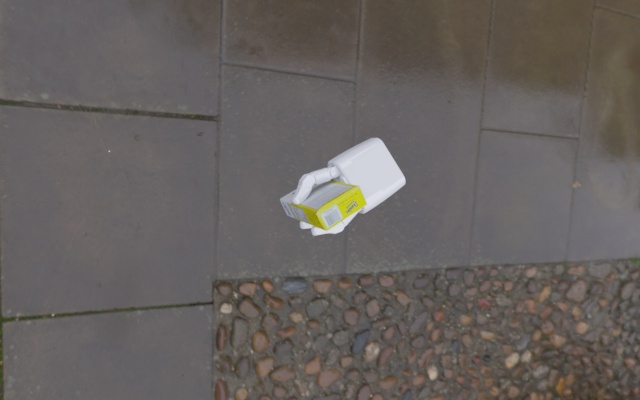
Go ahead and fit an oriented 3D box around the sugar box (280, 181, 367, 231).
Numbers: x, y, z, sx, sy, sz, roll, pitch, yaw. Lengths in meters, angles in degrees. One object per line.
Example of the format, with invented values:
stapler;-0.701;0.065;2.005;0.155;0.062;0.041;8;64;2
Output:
sugar box;0.001;0.003;0.885;0.093;0.048;0.176;-31;17;-18
